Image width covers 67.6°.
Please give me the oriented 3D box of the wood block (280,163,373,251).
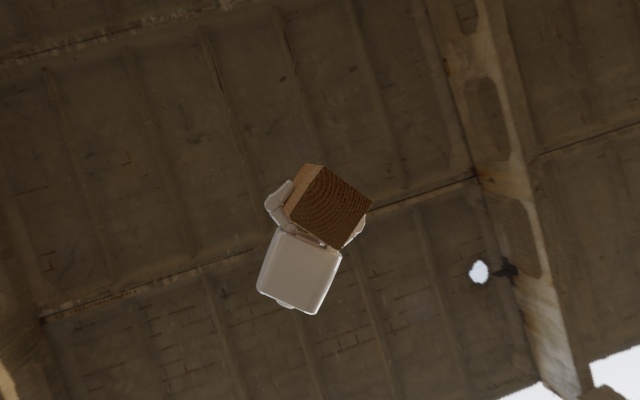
[{"bbox_3d":[0.000,0.003,0.764,0.091,0.090,0.206,35,-1,-10],"label":"wood block"}]
